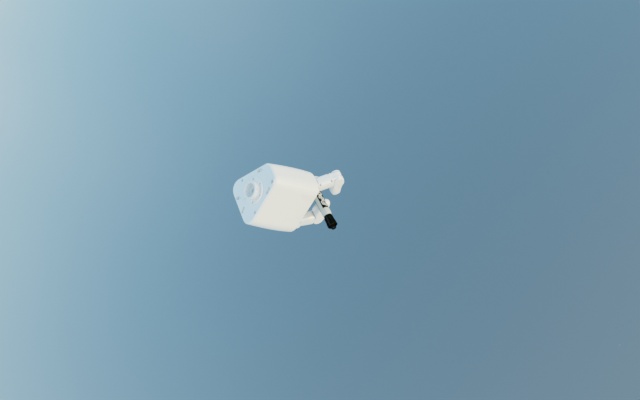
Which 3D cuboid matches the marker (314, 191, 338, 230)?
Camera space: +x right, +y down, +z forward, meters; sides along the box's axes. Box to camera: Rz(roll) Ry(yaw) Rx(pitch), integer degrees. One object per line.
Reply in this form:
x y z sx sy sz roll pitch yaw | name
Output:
0.000 0.003 0.876 0.020 0.121 0.020 -20 -30 -12 | marker
